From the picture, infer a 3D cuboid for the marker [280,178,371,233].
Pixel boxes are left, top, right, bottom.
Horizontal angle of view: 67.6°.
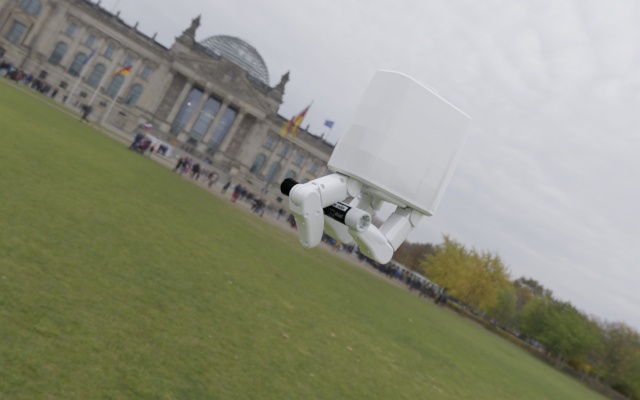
[{"bbox_3d":[0.000,0.002,0.458,0.020,0.020,0.121,0,17,-41],"label":"marker"}]
